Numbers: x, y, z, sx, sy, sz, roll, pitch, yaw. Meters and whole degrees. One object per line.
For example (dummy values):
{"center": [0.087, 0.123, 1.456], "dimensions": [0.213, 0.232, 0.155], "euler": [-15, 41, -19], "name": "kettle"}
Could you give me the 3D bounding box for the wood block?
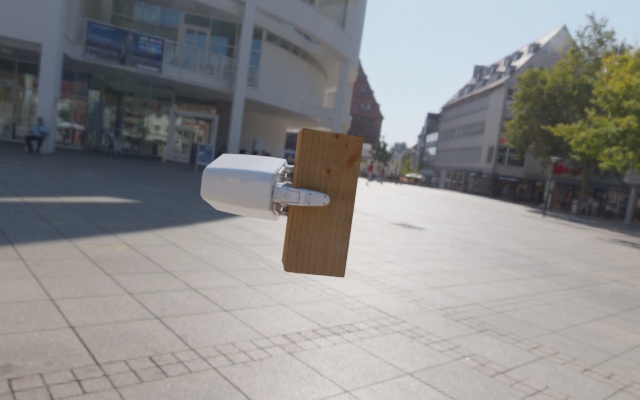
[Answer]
{"center": [0.000, 0.002, 0.720], "dimensions": [0.090, 0.206, 0.091], "euler": [7, 4, -8], "name": "wood block"}
